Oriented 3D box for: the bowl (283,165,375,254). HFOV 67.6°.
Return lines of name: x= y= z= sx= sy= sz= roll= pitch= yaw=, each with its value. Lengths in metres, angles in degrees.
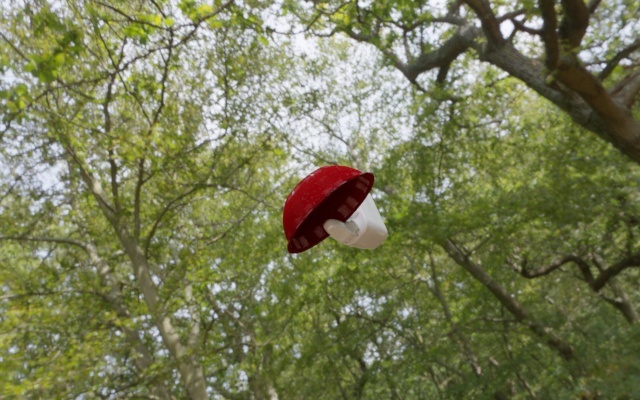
bowl: x=0.000 y=0.002 z=0.680 sx=0.162 sy=0.055 sz=0.162 roll=-38 pitch=-18 yaw=-15
